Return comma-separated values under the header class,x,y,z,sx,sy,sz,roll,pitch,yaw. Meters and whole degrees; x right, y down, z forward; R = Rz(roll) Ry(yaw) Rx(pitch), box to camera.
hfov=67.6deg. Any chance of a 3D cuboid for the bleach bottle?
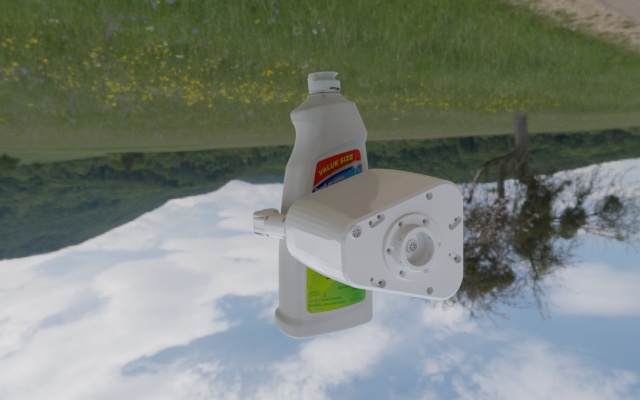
class,x,y,z,sx,sy,sz,roll,pitch,yaw
bleach bottle,0.000,0.002,0.477,0.102,0.251,0.068,-6,8,-24
